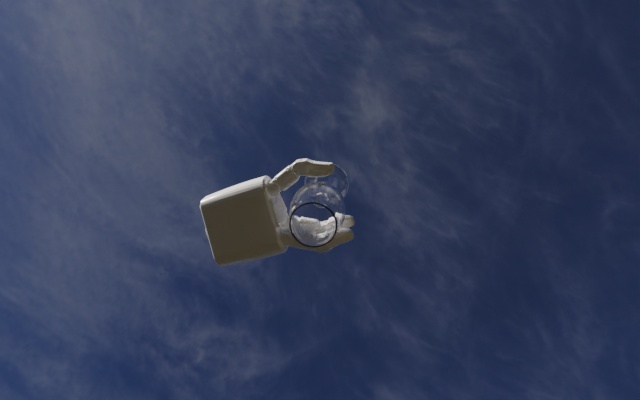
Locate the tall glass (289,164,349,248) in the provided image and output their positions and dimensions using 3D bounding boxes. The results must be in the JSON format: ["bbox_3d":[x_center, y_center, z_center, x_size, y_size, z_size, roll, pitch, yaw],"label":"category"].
[{"bbox_3d":[0.000,0.002,0.699,0.079,0.079,0.201,0,17,6],"label":"tall glass"}]
